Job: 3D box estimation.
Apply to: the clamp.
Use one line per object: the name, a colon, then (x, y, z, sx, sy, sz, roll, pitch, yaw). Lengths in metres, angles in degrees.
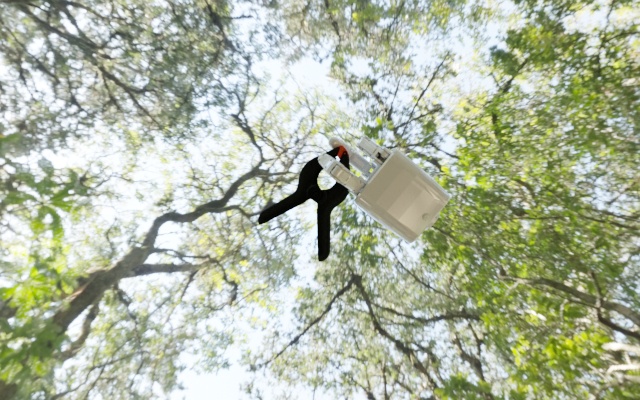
clamp: (0.000, 0.002, 0.712, 0.120, 0.171, 0.039, 39, 7, 1)
